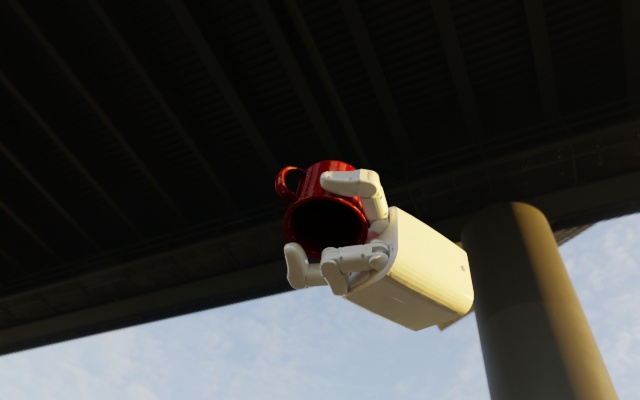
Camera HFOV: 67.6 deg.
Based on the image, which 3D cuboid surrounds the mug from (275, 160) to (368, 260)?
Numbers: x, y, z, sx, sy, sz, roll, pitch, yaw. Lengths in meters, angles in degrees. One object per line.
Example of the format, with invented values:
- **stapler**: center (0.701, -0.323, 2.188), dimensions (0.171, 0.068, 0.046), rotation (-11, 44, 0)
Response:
- **mug**: center (-0.001, 0.001, 0.545), dimensions (0.117, 0.093, 0.081), rotation (31, 36, -15)
